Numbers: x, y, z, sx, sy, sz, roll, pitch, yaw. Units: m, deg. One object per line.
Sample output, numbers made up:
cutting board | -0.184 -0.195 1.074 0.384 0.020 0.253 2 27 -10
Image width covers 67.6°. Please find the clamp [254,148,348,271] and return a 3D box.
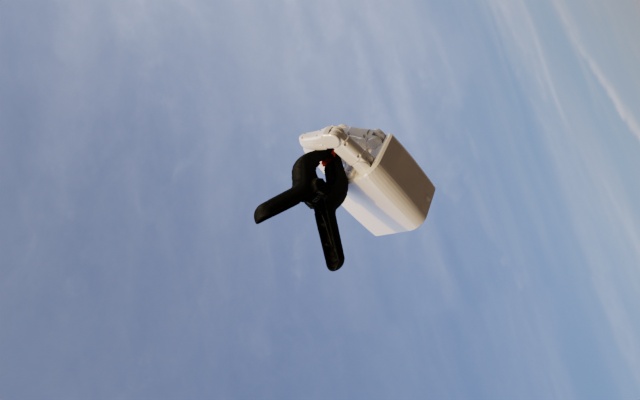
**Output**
clamp | 0.000 0.002 0.586 0.039 0.120 0.171 -29 22 44
